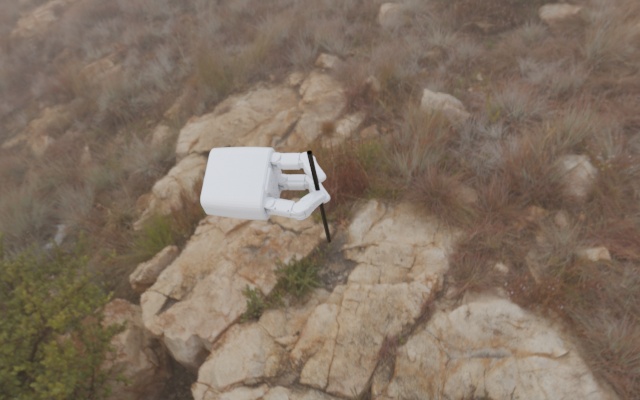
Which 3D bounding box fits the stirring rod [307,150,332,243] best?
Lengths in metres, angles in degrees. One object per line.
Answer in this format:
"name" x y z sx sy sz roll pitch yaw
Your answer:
"stirring rod" 0.000 0.003 0.780 0.011 0.011 0.240 0 -36 10
